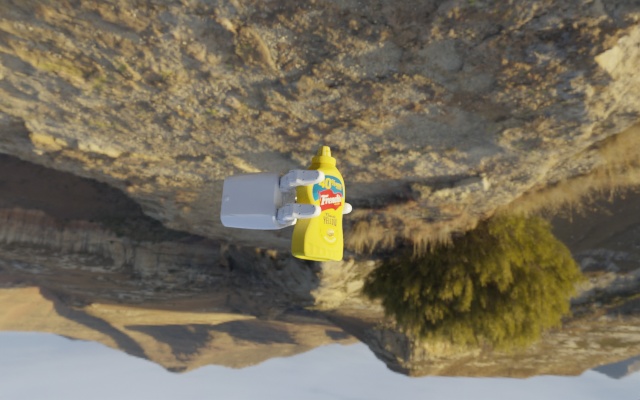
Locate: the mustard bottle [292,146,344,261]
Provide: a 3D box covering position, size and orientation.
[{"bbox_3d":[0.000,0.003,0.801,0.058,0.191,0.096,-8,-16,43],"label":"mustard bottle"}]
